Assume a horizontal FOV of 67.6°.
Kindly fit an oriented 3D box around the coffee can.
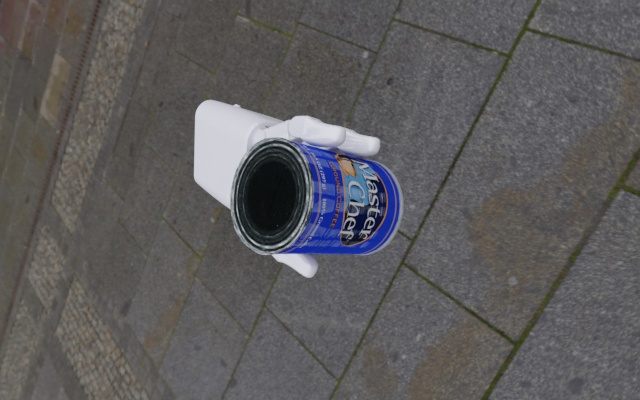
[{"bbox_3d":[0.000,0.002,0.462,0.103,0.103,0.140,0,-5,41],"label":"coffee can"}]
